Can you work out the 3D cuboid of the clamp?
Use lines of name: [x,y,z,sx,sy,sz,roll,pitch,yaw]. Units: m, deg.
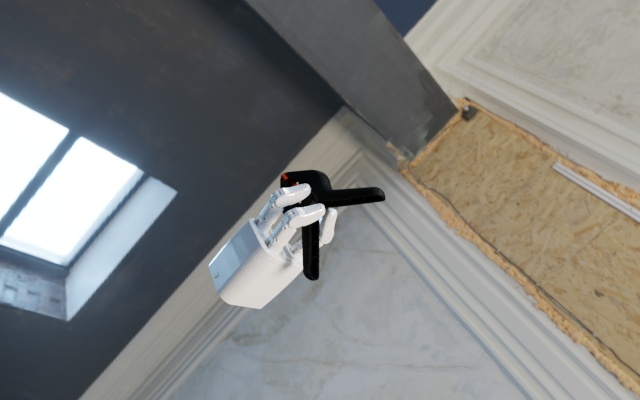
clamp: [0.000,0.003,0.742,0.036,0.164,0.210,38,11,-42]
